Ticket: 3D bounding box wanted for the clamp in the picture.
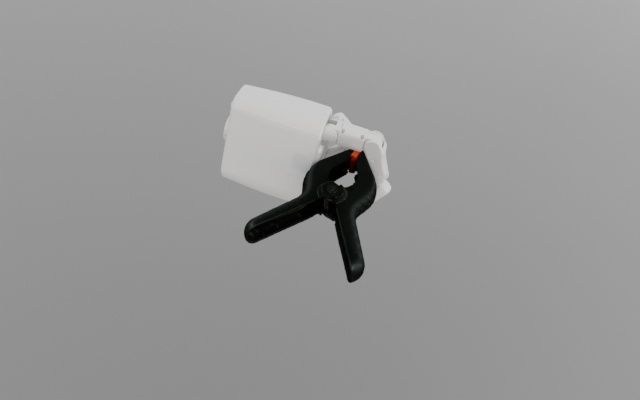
[{"bbox_3d":[0.000,0.001,0.492,0.120,0.039,0.171,18,44,3],"label":"clamp"}]
